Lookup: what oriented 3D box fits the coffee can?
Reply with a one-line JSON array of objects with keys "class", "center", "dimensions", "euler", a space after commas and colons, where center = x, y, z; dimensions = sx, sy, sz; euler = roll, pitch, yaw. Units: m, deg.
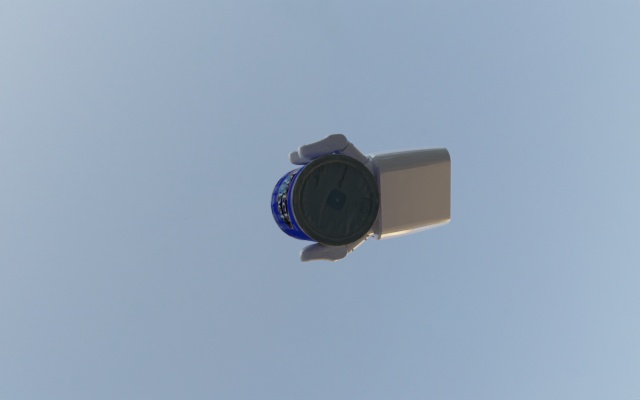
[{"class": "coffee can", "center": [0.000, 0.002, 0.594], "dimensions": [0.103, 0.103, 0.140], "euler": [0, -2, -16]}]
